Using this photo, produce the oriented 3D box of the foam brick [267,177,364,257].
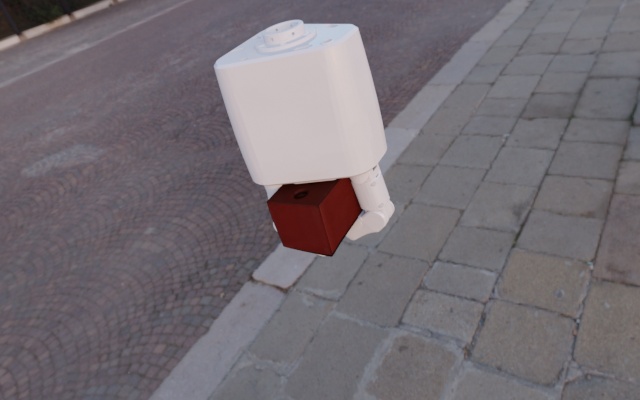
[{"bbox_3d":[0.000,0.002,0.415,0.053,0.051,0.078,6,39,31],"label":"foam brick"}]
